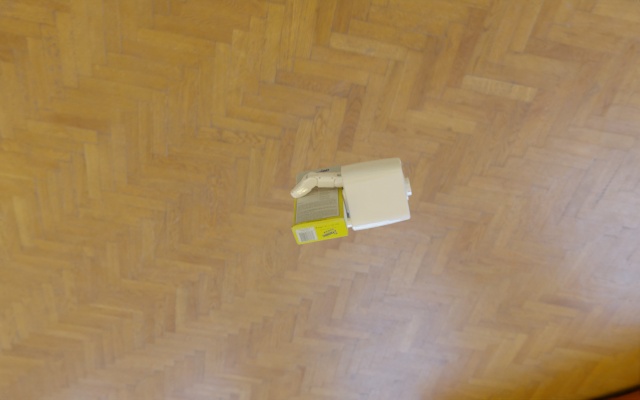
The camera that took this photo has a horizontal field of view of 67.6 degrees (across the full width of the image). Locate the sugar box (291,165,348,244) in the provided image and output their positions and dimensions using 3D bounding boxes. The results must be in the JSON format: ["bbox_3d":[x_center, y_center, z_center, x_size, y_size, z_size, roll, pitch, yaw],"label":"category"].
[{"bbox_3d":[0.000,0.003,0.880,0.093,0.048,0.176,-10,32,8],"label":"sugar box"}]
